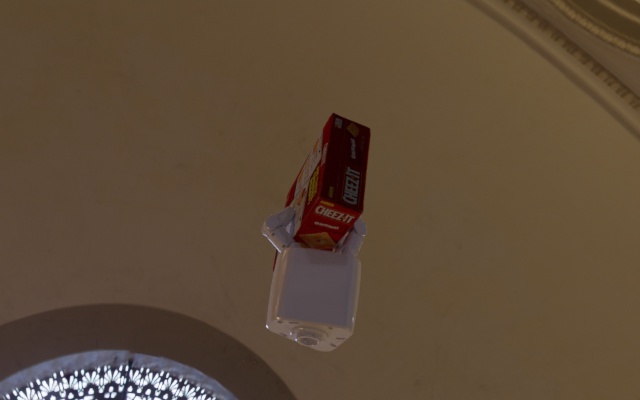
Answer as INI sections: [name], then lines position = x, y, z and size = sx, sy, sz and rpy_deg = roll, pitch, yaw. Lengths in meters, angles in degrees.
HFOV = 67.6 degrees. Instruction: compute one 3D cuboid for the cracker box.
[cracker box]
position = 0.000, 0.002, 0.728
size = 0.072, 0.164, 0.214
rpy_deg = 19, -39, -13
